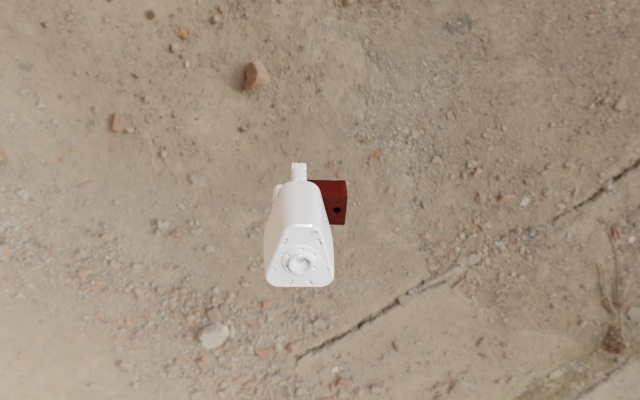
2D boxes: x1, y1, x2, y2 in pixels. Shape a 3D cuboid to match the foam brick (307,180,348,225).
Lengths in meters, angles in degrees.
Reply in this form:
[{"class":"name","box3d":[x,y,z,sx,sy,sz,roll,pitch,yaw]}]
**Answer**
[{"class":"foam brick","box3d":[0.000,0.002,0.727,0.078,0.053,0.051,1,32,-5]}]
